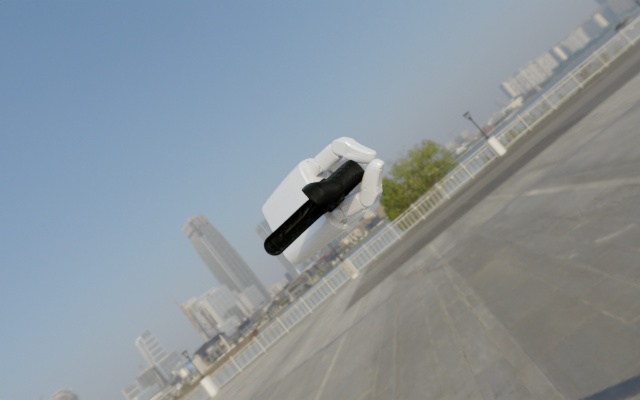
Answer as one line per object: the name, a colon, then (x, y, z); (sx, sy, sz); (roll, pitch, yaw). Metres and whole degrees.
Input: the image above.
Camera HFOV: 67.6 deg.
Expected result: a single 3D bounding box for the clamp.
clamp: (0.000, 0.001, 0.575); (0.120, 0.039, 0.171); (-43, -7, 34)
